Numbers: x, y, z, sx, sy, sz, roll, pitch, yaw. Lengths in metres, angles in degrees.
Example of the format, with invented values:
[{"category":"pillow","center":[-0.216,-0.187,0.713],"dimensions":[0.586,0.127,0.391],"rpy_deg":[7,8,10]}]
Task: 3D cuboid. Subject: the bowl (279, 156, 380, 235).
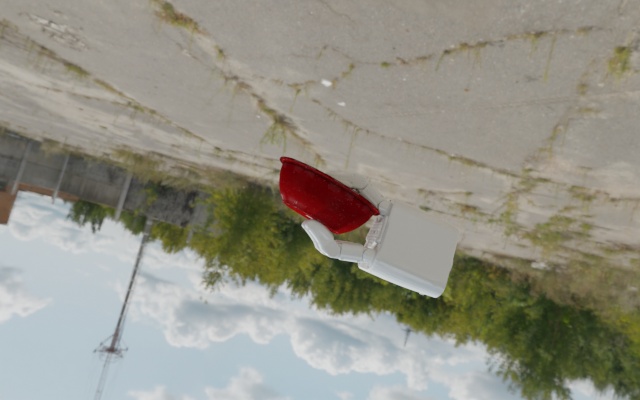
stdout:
[{"category":"bowl","center":[-0.001,0.002,0.672],"dimensions":[0.162,0.055,0.162],"rpy_deg":[30,-6,3]}]
